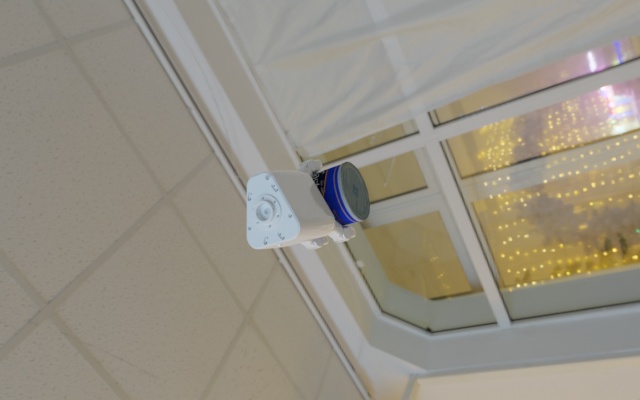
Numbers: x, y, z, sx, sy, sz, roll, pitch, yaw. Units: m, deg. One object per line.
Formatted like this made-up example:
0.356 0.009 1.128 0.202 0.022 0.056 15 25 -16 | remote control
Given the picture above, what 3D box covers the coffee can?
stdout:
0.000 0.003 0.823 0.140 0.103 0.103 -18 -8 27 | coffee can
